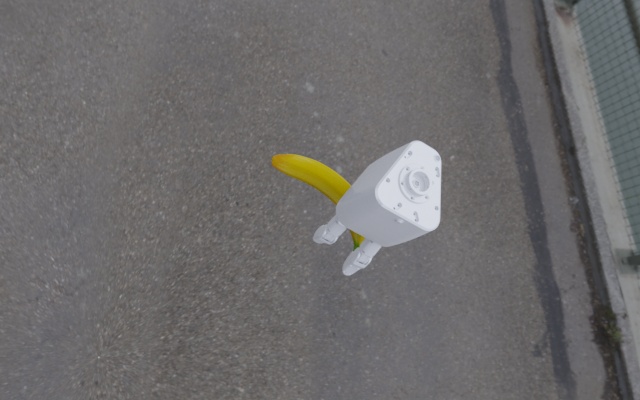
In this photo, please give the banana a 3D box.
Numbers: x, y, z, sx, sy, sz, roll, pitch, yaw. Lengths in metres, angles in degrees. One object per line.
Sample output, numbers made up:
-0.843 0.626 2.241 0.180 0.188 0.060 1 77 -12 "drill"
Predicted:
0.015 -0.007 0.705 0.069 0.198 0.037 -44 7 -22 "banana"
